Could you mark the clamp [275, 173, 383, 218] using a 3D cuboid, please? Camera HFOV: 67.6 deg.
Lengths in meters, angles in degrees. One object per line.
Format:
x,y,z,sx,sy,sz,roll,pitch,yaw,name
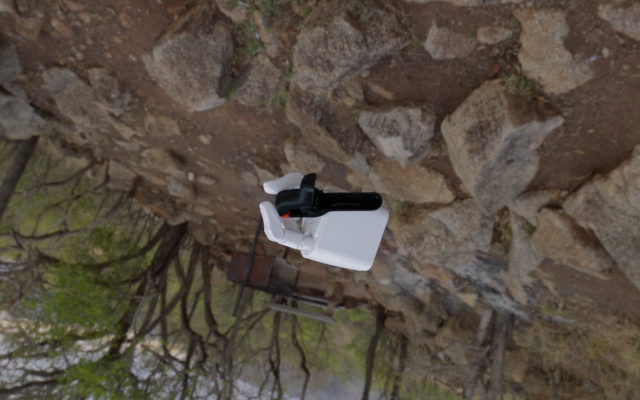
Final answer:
0.000,0.003,0.659,0.120,0.039,0.171,19,-16,-23,clamp
